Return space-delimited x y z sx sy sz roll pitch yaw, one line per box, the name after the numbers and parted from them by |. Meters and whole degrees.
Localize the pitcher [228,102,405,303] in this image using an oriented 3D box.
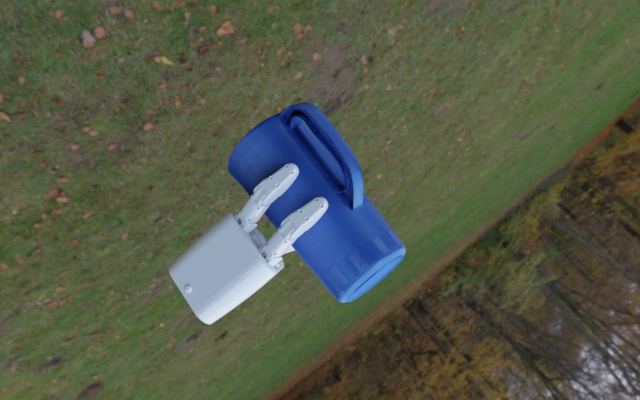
0.000 0.002 0.621 0.145 0.242 0.149 -40 -18 2 | pitcher
